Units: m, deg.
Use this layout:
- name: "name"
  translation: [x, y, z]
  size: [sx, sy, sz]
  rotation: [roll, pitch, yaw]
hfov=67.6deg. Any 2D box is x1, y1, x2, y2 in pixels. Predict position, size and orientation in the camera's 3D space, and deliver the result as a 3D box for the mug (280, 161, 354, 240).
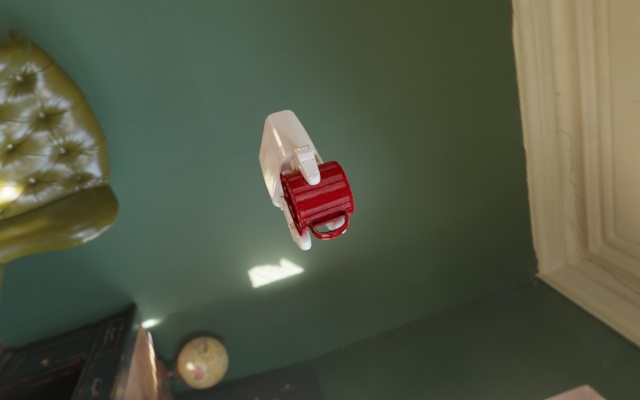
- name: "mug"
  translation: [0.001, 0.003, 0.658]
  size: [0.081, 0.117, 0.093]
  rotation: [-19, -38, -9]
